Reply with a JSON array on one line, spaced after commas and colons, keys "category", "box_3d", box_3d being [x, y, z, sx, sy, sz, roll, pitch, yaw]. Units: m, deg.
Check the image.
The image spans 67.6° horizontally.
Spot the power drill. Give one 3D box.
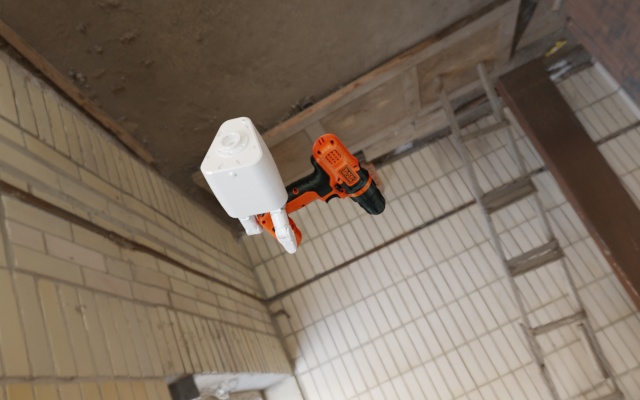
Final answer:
[{"category": "power drill", "box_3d": [0.000, 0.003, 0.800, 0.187, 0.184, 0.057, -38, 33, 7]}]
